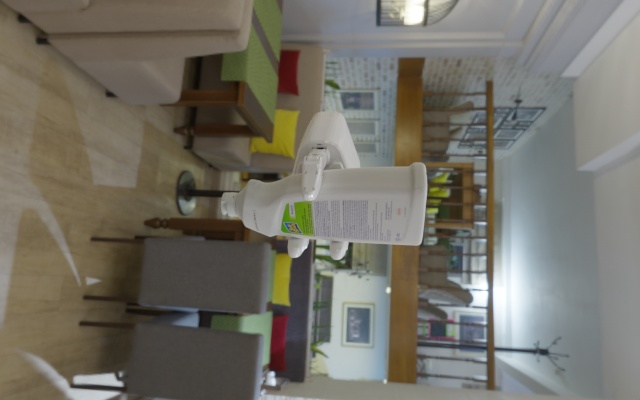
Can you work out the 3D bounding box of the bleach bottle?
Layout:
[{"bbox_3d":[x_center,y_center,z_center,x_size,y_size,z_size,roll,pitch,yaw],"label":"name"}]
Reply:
[{"bbox_3d":[0.000,0.002,0.593,0.251,0.103,0.068,2,35,7],"label":"bleach bottle"}]
